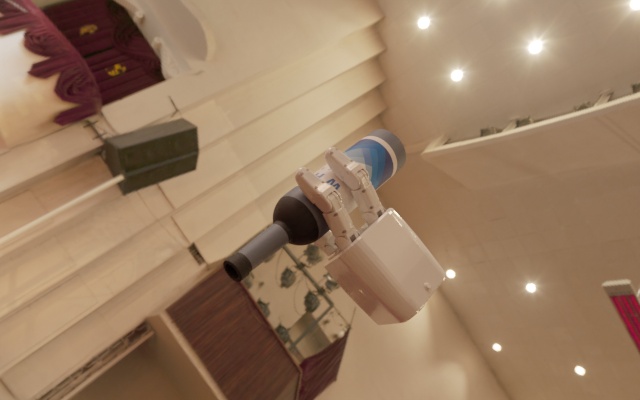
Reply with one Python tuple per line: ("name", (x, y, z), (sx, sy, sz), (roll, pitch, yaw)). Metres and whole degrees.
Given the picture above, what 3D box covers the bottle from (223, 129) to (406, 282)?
("bottle", (0.000, 0.002, 0.584), (0.069, 0.069, 0.295), (0, 29, 46))
